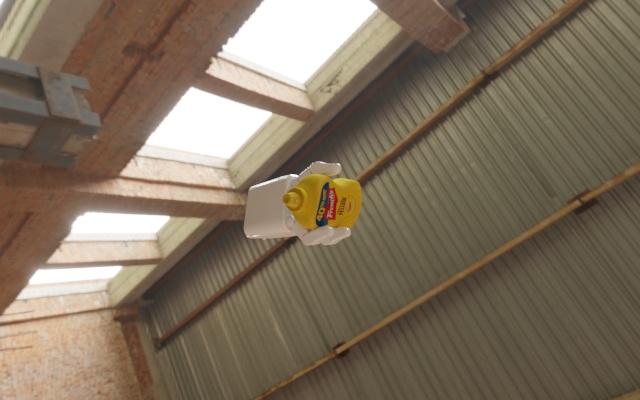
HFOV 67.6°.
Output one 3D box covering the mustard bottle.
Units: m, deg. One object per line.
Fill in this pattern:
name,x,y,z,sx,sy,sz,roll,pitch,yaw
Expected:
mustard bottle,0.001,0.003,0.843,0.058,0.096,0.191,17,7,35
